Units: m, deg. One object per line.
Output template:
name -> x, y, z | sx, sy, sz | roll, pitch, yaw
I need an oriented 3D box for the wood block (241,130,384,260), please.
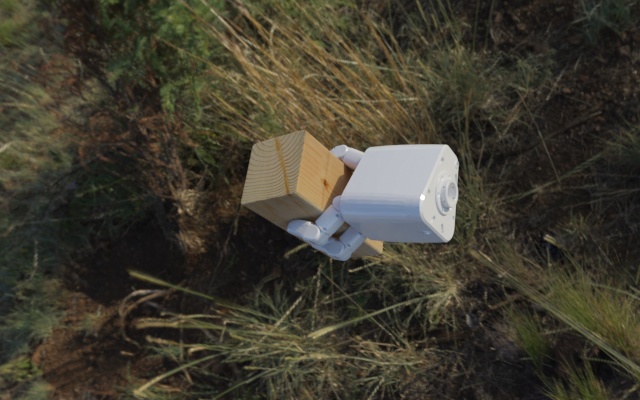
wood block -> 0.000, 0.002, 0.655 | 0.090, 0.090, 0.206 | -11, -31, 34
